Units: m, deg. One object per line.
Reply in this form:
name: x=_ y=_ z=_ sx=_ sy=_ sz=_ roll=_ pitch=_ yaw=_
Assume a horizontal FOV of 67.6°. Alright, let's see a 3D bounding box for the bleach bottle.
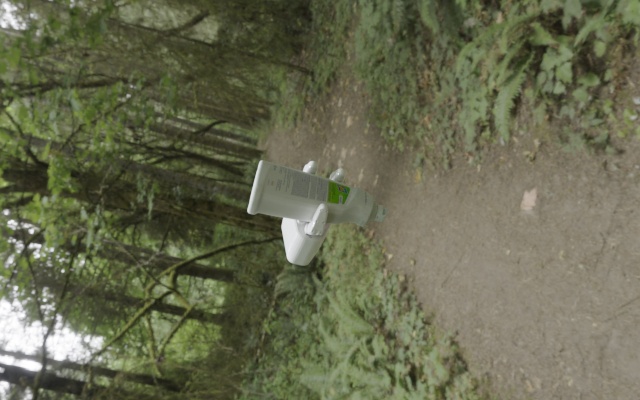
bleach bottle: x=0.000 y=0.003 z=0.877 sx=0.251 sy=0.102 sz=0.068 roll=14 pitch=-41 yaw=-9
